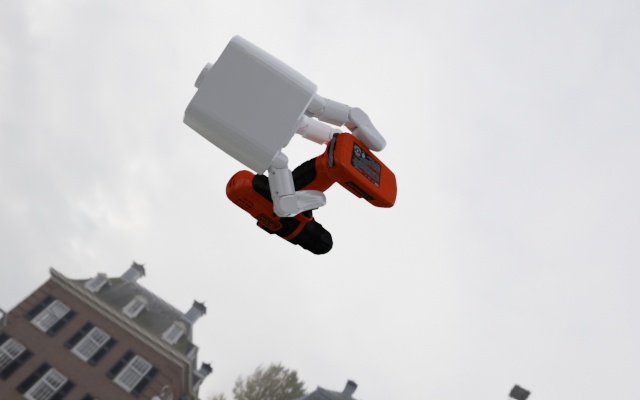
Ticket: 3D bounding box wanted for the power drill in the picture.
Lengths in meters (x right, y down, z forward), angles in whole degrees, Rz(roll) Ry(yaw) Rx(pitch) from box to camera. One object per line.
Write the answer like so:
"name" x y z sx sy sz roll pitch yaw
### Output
"power drill" 0.000 0.002 0.603 0.188 0.057 0.184 -24 -46 36
